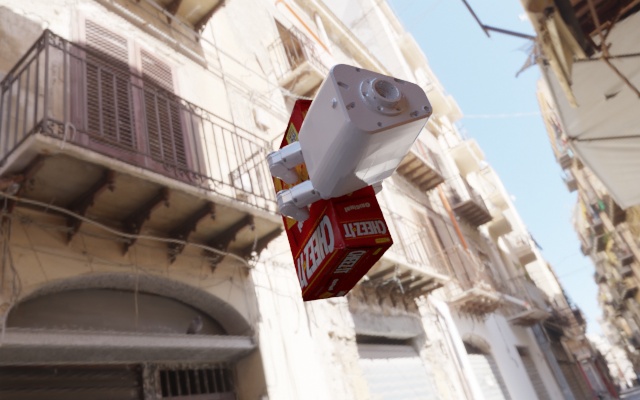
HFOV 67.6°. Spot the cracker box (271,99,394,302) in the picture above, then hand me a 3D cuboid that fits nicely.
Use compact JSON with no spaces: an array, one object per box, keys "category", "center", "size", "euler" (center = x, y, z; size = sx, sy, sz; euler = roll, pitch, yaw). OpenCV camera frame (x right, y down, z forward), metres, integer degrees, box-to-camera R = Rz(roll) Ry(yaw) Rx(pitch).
[{"category":"cracker box","center":[0.000,0.002,0.624],"size":[0.072,0.213,0.164],"euler":[-4,-30,-23]}]
